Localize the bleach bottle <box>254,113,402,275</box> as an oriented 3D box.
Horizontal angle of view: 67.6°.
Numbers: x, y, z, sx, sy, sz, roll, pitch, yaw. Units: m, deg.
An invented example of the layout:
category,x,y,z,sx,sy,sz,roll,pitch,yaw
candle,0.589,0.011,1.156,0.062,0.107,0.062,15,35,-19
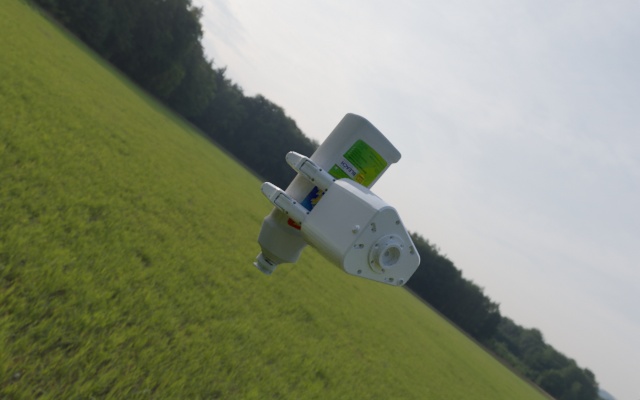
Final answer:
category,x,y,z,sx,sy,sz,roll,pitch,yaw
bleach bottle,0.000,0.002,0.676,0.103,0.251,0.068,39,-2,-32
